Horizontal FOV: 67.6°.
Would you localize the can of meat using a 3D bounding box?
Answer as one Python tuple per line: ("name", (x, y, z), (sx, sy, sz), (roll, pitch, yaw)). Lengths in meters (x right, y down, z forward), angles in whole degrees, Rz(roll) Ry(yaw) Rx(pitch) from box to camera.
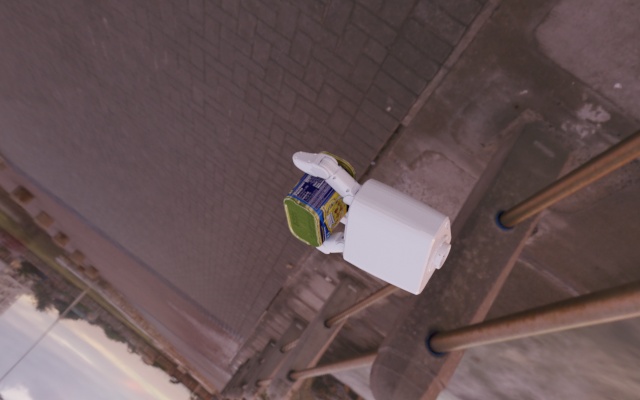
("can of meat", (0.000, 0.002, 0.620), (0.057, 0.084, 0.102), (28, -27, 21))
